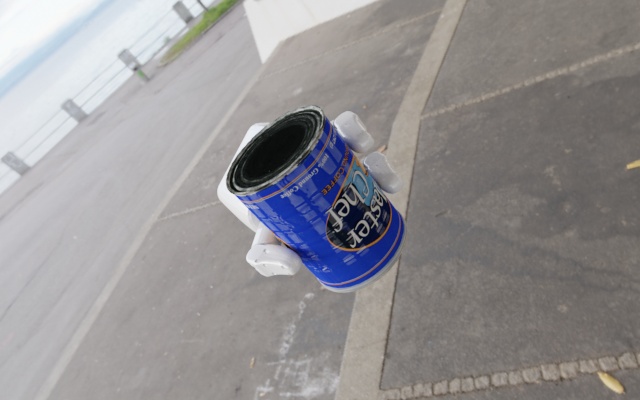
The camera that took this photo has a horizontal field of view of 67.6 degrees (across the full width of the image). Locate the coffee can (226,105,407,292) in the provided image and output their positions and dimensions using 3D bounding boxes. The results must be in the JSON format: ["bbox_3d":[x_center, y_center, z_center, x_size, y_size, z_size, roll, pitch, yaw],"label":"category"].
[{"bbox_3d":[0.000,0.002,0.429,0.103,0.102,0.140,0,-41,48],"label":"coffee can"}]
